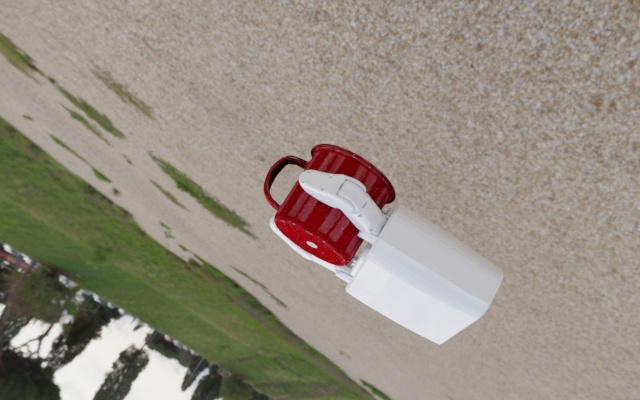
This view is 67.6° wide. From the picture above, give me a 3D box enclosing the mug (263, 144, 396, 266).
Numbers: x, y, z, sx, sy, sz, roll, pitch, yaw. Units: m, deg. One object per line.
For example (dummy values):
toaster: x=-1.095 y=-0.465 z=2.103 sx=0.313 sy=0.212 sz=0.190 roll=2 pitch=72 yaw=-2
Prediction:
mug: x=-0.001 y=0.001 z=0.447 sx=0.117 sy=0.081 sz=0.093 roll=30 pitch=-17 yaw=8
